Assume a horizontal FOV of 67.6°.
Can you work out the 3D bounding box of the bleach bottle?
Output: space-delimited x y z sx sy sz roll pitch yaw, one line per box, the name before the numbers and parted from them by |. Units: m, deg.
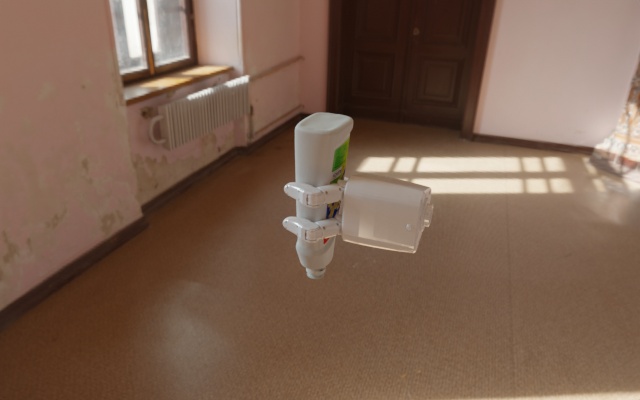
bleach bottle | 0.000 0.002 0.722 0.068 0.251 0.102 12 27 19
